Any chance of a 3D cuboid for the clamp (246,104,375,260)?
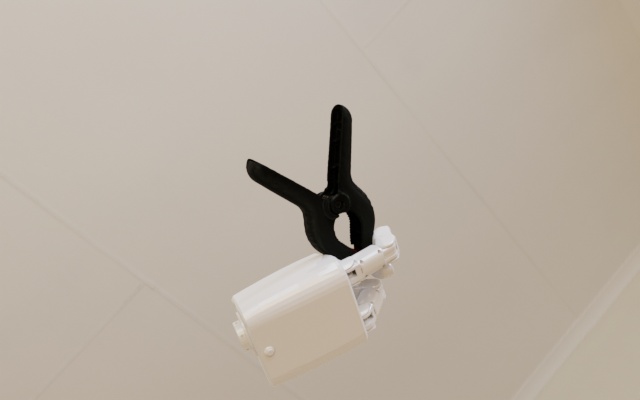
[{"bbox_3d":[0.000,0.002,0.486,0.120,0.171,0.039,-24,17,-15],"label":"clamp"}]
